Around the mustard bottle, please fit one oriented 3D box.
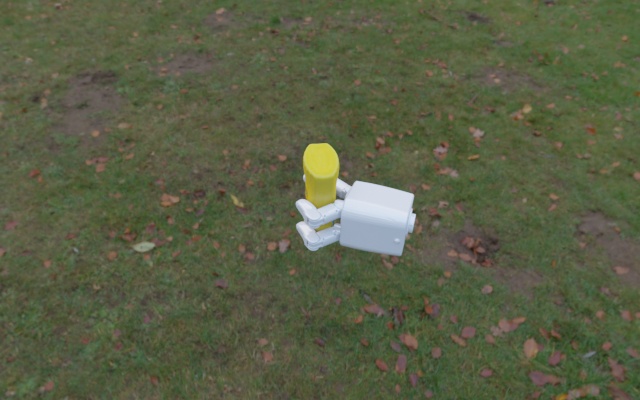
[{"bbox_3d":[0.000,0.003,0.832,0.058,0.192,0.096,-5,42,-6],"label":"mustard bottle"}]
